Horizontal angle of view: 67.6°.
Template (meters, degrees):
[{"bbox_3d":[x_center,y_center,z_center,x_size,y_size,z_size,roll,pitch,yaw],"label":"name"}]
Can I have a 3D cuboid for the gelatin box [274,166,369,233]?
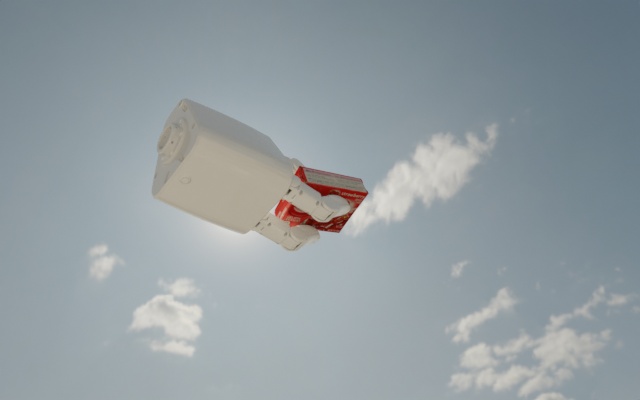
[{"bbox_3d":[0.000,0.002,0.564,0.089,0.030,0.073,9,-48,-31],"label":"gelatin box"}]
